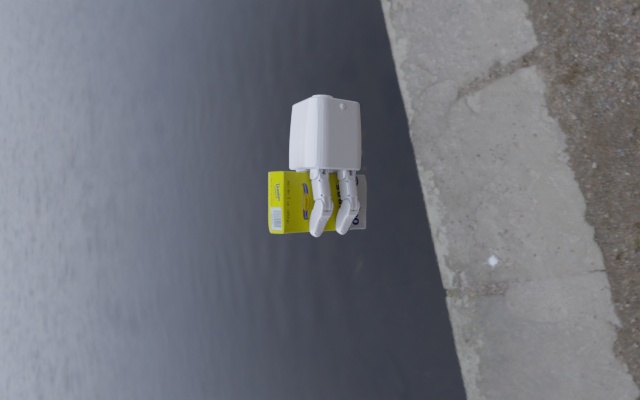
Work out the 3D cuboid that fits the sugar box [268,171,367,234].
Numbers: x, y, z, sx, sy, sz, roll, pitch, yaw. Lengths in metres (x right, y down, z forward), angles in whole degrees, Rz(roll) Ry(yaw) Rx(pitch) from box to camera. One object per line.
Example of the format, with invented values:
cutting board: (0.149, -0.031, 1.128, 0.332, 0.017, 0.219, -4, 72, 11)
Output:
sugar box: (0.000, 0.002, 0.757, 0.176, 0.093, 0.048, -1, 2, -39)
